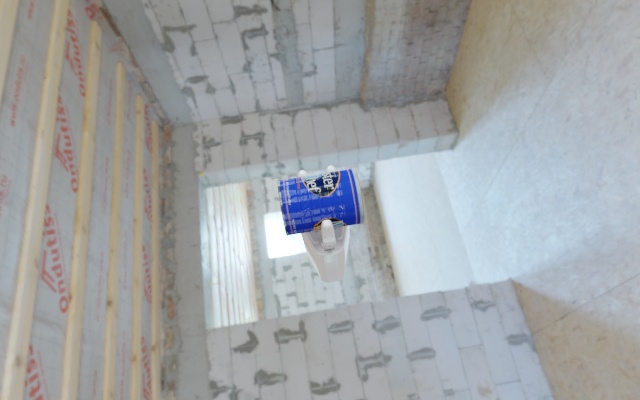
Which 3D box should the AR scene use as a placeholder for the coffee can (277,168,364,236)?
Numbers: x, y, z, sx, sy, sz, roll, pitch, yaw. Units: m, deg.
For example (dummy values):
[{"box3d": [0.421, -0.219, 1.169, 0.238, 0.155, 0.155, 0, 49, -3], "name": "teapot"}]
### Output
[{"box3d": [0.000, 0.003, 0.859, 0.140, 0.103, 0.103, -9, 0, -2], "name": "coffee can"}]
